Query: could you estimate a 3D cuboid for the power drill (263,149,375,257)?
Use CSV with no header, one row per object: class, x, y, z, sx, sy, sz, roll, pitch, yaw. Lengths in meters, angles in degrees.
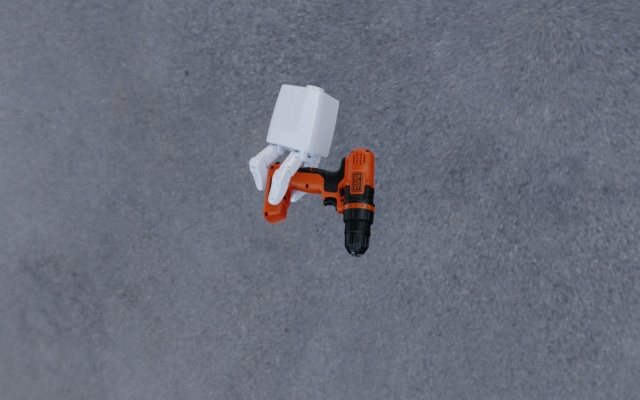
power drill,0.000,0.002,0.814,0.187,0.184,0.057,0,-19,15
